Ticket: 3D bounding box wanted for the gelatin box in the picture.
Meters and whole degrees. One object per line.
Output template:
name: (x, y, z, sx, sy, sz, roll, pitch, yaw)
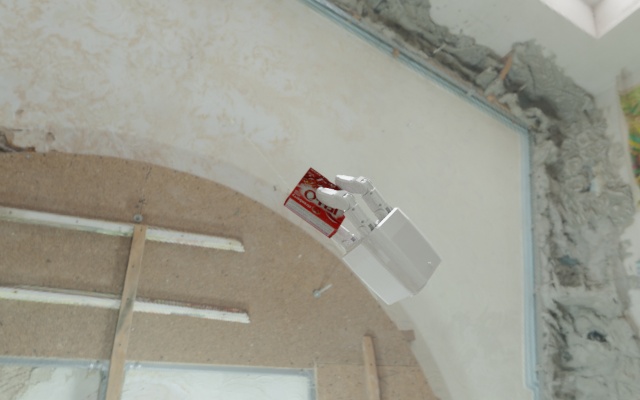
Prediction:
gelatin box: (0.000, 0.002, 0.723, 0.089, 0.073, 0.030, 35, -40, -2)
